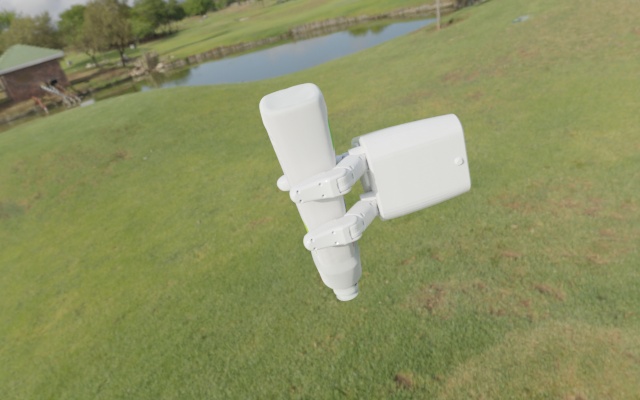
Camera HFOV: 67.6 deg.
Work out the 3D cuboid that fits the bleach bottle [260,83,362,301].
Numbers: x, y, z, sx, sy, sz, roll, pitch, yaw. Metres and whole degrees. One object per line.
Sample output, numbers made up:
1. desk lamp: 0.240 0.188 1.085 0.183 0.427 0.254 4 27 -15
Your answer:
1. bleach bottle: 0.000 0.002 0.545 0.068 0.251 0.102 -17 24 -1
